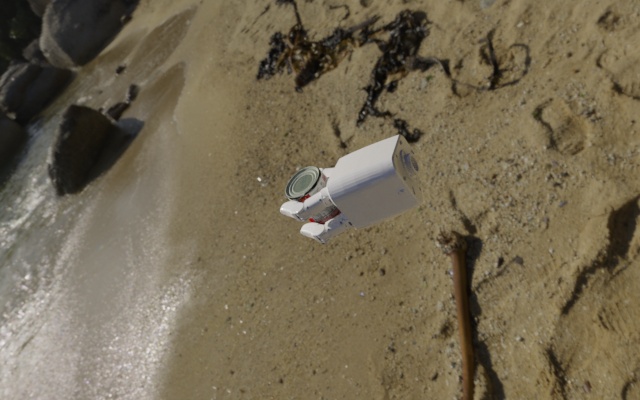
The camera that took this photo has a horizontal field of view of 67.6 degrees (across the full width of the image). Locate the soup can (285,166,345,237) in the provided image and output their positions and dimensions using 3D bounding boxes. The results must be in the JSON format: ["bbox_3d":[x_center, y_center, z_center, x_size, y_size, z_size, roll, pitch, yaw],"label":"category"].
[{"bbox_3d":[0.000,0.002,0.760,0.068,0.068,0.102,0,-38,46],"label":"soup can"}]
